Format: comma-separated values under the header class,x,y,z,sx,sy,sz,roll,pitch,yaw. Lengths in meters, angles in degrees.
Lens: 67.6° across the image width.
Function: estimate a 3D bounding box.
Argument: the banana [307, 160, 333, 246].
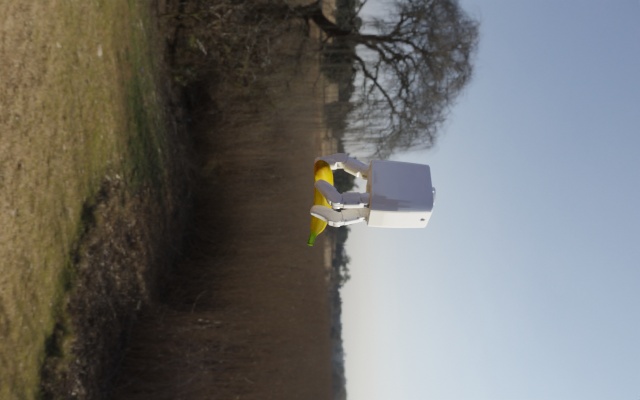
class,x,y,z,sx,sy,sz,roll,pitch,yaw
banana,0.003,-0.006,0.889,0.037,0.198,0.069,9,39,5
